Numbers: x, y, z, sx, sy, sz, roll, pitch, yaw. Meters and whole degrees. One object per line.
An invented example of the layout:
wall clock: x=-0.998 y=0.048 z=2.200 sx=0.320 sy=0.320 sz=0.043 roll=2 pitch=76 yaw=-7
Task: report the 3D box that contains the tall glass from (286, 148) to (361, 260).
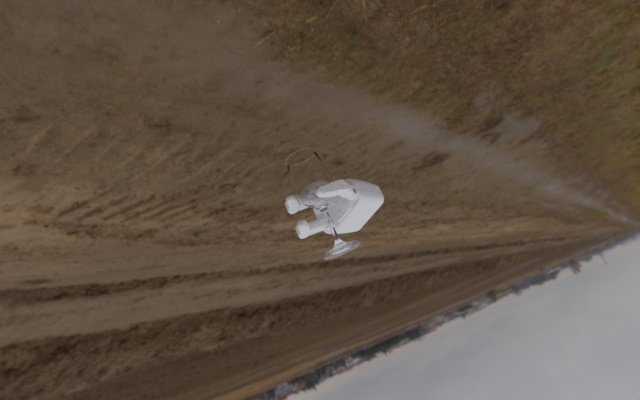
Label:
tall glass: x=0.000 y=0.003 z=0.882 sx=0.079 sy=0.201 sz=0.079 roll=-22 pitch=-18 yaw=-7
